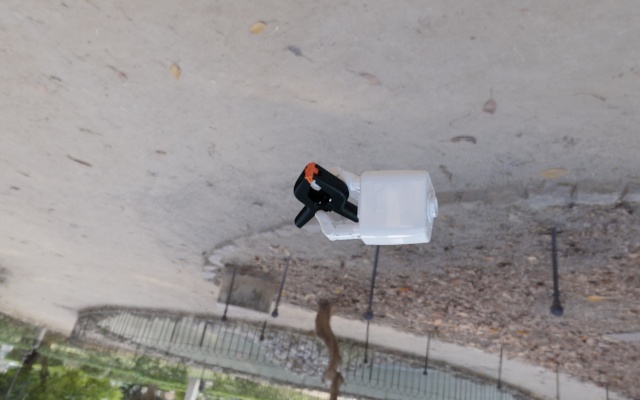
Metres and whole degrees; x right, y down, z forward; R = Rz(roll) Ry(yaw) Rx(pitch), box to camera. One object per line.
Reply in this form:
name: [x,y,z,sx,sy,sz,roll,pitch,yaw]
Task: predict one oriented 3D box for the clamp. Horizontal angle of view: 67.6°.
clamp: [0.000,0.003,0.831,0.164,0.036,0.210,-3,-29,22]
